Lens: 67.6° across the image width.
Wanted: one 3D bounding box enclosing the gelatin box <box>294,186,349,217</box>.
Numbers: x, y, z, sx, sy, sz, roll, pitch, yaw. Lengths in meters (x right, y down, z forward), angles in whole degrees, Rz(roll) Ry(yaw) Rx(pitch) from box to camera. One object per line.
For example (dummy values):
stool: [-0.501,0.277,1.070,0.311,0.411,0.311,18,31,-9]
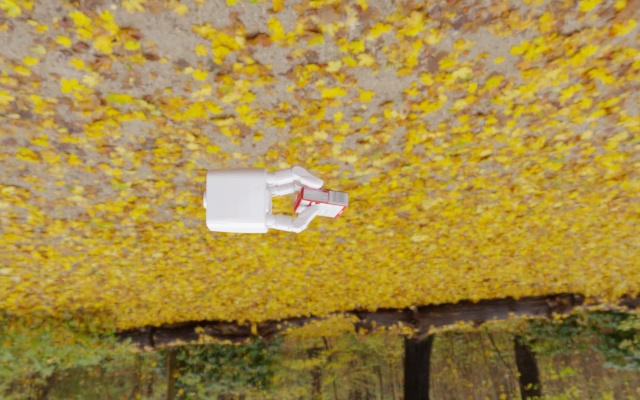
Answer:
gelatin box: [0.000,0.003,0.885,0.089,0.030,0.073,9,-21,-11]
